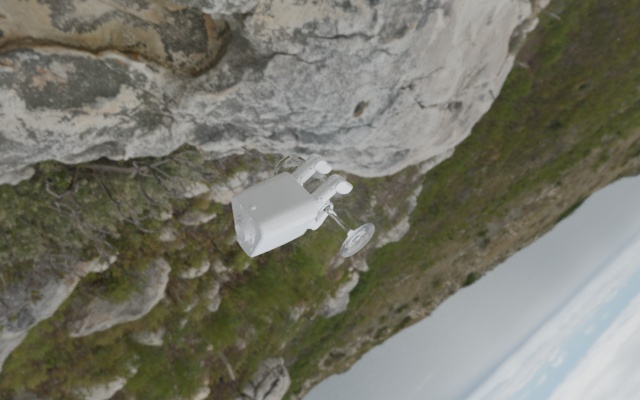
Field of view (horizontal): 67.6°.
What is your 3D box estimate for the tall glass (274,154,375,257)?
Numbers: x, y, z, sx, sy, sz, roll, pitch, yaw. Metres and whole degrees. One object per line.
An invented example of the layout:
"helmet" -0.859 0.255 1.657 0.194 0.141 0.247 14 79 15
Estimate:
"tall glass" 0.001 0.003 0.828 0.201 0.079 0.079 46 26 28
